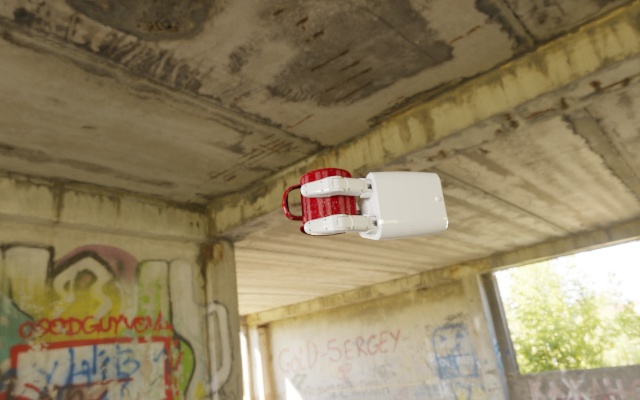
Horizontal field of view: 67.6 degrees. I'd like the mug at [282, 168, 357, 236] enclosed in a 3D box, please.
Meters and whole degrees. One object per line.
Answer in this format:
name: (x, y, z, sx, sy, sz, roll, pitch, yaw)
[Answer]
mug: (-0.001, 0.002, 0.716, 0.117, 0.081, 0.093, -1, -19, -13)
